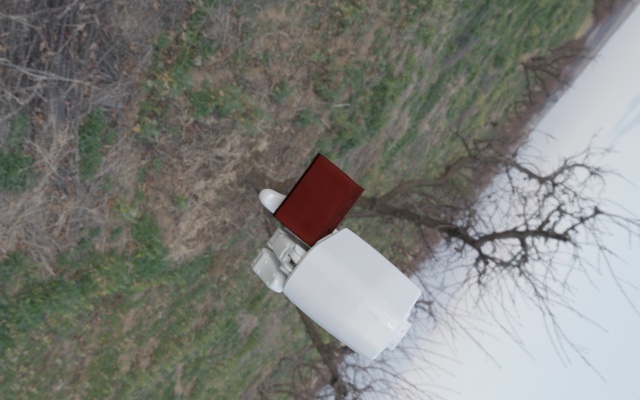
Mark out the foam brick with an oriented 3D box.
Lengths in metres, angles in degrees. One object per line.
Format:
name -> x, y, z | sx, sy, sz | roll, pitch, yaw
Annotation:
foam brick -> 0.000, 0.001, 0.482 | 0.051, 0.078, 0.053 | 38, 4, 14
